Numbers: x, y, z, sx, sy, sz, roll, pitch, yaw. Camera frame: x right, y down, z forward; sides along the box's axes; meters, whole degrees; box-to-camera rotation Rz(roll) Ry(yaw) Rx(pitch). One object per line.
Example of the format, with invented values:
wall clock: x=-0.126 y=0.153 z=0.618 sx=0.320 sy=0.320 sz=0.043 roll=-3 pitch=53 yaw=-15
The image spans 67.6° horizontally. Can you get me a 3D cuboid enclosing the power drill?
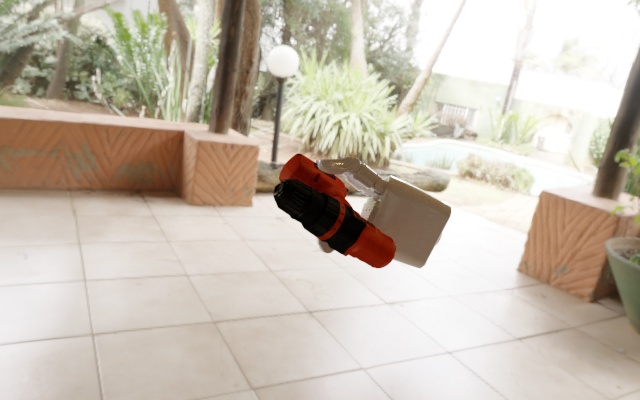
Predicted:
power drill: x=0.000 y=0.002 z=0.639 sx=0.184 sy=0.057 sz=0.187 roll=35 pitch=12 yaw=-28
